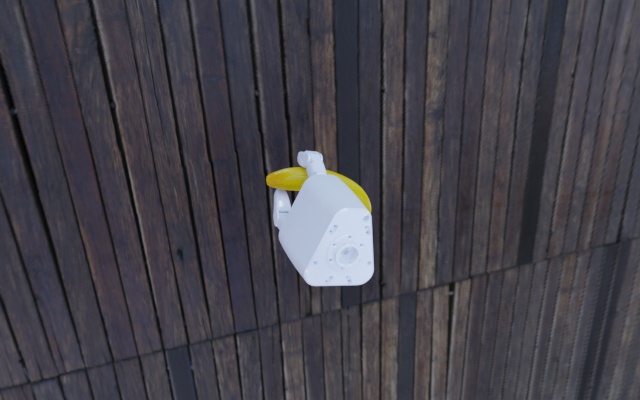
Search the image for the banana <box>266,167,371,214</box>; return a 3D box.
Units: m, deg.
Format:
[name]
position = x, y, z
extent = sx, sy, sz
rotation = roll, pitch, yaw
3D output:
[banana]
position = 0.013, -0.011, 0.723
extent = 0.198, 0.069, 0.037
rotation = 29, 14, -32
